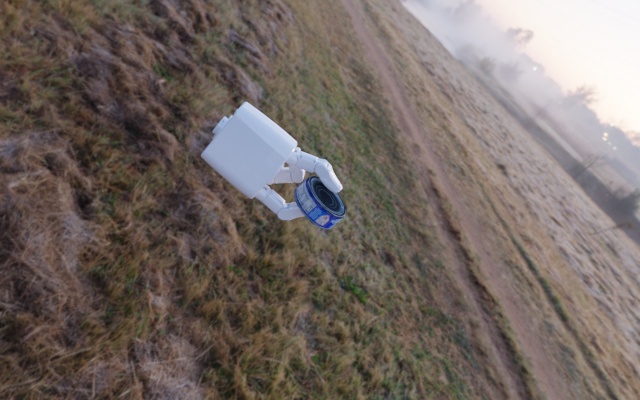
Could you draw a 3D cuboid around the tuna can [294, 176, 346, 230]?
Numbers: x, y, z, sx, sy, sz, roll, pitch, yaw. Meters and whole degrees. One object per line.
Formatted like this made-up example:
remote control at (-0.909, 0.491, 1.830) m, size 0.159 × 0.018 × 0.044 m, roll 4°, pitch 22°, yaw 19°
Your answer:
tuna can at (0.001, 0.002, 0.762) m, size 0.034 × 0.086 × 0.086 m, roll -41°, pitch -20°, yaw 24°
